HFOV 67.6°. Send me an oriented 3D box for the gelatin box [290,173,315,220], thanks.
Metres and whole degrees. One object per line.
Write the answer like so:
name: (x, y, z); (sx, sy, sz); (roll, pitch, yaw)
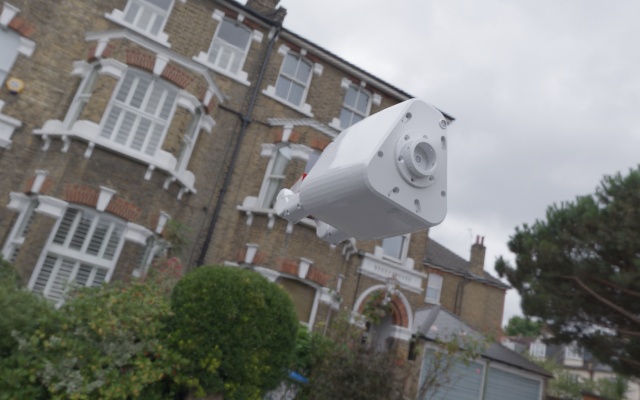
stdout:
gelatin box: (0.000, 0.002, 0.580); (0.073, 0.030, 0.089); (18, -18, -13)
